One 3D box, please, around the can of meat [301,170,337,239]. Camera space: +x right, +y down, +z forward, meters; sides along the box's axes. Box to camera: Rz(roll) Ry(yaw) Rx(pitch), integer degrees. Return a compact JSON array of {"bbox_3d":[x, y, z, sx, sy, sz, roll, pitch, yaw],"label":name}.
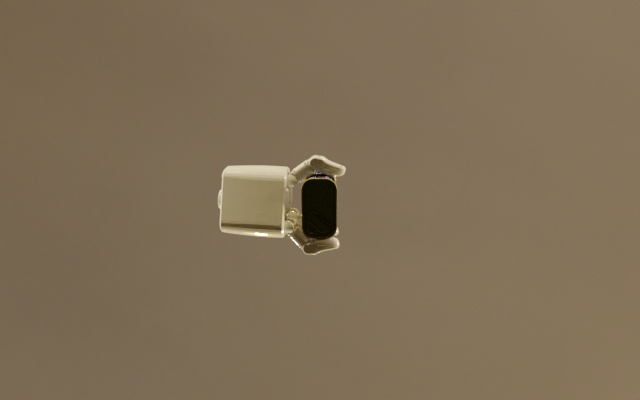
[{"bbox_3d":[0.000,0.002,0.802,0.057,0.102,0.084,0,16,3],"label":"can of meat"}]
